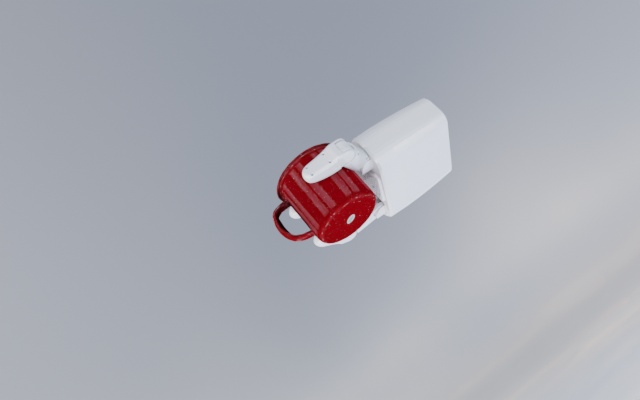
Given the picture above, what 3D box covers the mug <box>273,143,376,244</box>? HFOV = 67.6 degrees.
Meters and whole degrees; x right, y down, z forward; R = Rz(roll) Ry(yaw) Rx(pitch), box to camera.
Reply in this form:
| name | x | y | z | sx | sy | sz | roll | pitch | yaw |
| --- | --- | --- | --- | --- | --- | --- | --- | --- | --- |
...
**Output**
| name | x | y | z | sx | sy | sz | roll | pitch | yaw |
| --- | --- | --- | --- | --- | --- | --- | --- | --- | --- |
| mug | -0.001 | 0.003 | 0.549 | 0.117 | 0.081 | 0.093 | -35 | -28 | -10 |
